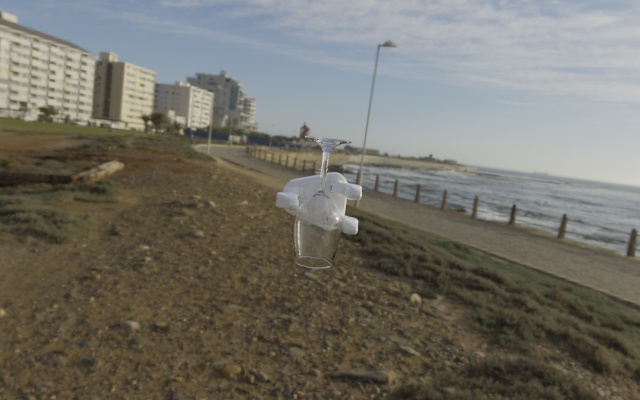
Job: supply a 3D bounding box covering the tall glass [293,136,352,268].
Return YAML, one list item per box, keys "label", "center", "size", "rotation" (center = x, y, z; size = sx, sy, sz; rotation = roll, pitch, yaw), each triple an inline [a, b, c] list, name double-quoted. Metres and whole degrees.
- label: "tall glass"
  center: [0.000, 0.002, 0.755]
  size: [0.079, 0.201, 0.079]
  rotation: [7, 6, -1]
